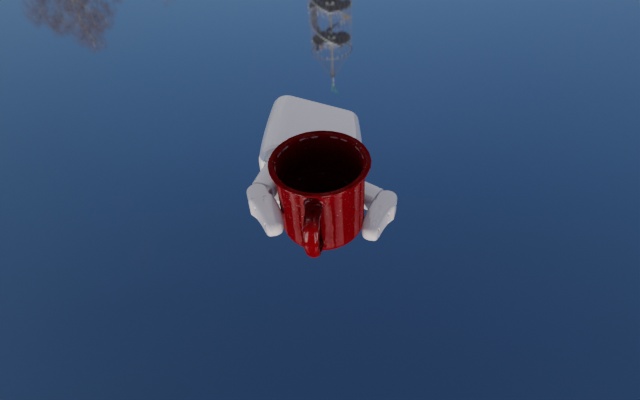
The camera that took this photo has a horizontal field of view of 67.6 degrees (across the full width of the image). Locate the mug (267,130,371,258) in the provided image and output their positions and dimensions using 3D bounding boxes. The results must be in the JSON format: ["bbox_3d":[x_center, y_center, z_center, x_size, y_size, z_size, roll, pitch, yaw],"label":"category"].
[{"bbox_3d":[0.000,0.003,0.446,0.093,0.082,0.117,1,44,5],"label":"mug"}]
